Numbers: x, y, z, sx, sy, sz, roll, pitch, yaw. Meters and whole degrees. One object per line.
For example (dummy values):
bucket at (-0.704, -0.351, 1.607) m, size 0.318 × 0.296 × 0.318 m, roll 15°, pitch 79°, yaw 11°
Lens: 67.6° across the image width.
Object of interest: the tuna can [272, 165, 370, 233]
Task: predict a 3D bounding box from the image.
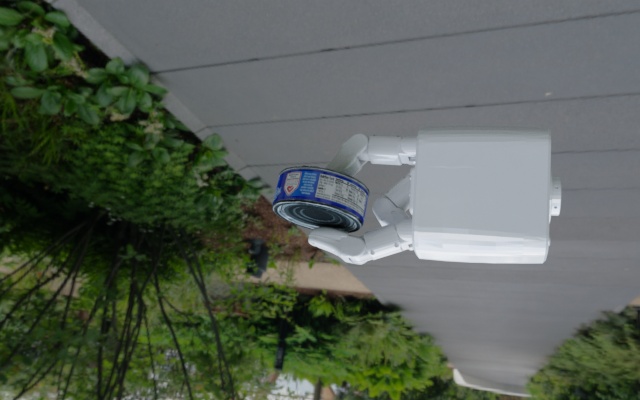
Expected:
tuna can at (0.000, 0.002, 0.437) m, size 0.086 × 0.033 × 0.086 m, roll 11°, pitch -19°, yaw 4°
